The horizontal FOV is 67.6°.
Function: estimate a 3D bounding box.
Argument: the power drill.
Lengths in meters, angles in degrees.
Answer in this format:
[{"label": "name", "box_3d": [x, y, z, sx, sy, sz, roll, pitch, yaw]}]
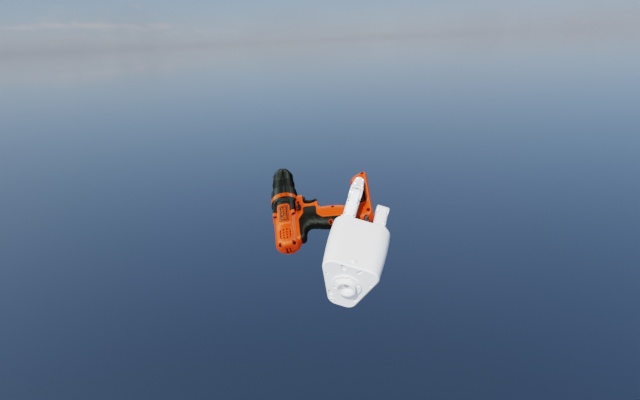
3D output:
[{"label": "power drill", "box_3d": [0.001, 0.003, 0.893, 0.187, 0.184, 0.057, -12, -33, 6]}]
